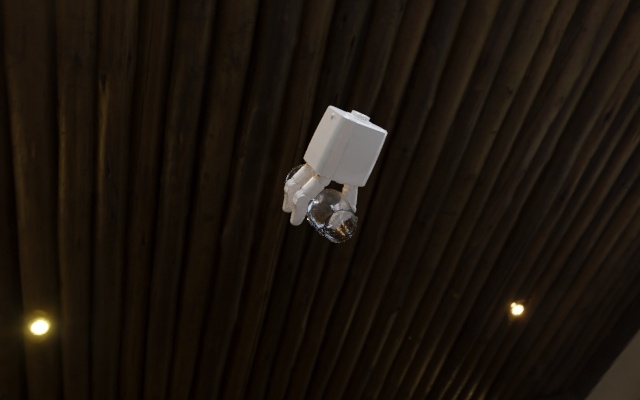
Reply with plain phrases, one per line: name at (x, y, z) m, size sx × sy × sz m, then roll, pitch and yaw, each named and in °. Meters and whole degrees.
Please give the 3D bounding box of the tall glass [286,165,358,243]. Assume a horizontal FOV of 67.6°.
tall glass at (0.000, 0.003, 0.861) m, size 0.079 × 0.079 × 0.201 m, roll 0°, pitch 24°, yaw -21°
